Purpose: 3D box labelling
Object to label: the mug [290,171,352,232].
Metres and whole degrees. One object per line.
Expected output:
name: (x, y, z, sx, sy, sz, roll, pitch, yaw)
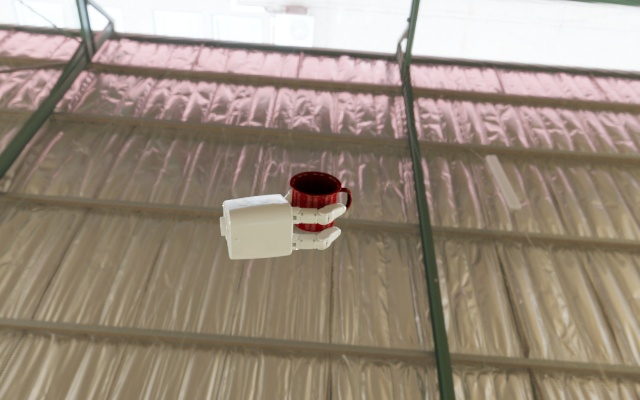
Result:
mug: (0.002, 0.003, 0.872, 0.117, 0.081, 0.093, -4, 32, -14)
